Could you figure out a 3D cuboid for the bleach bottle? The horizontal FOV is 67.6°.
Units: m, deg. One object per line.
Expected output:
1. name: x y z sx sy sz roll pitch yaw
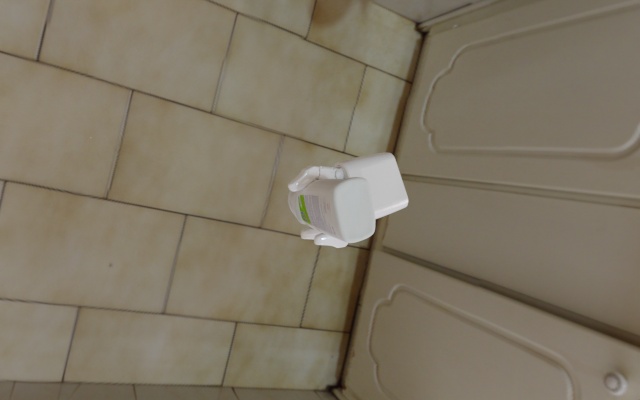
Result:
1. bleach bottle: 0.000 0.003 0.829 0.068 0.102 0.251 -16 13 -23
